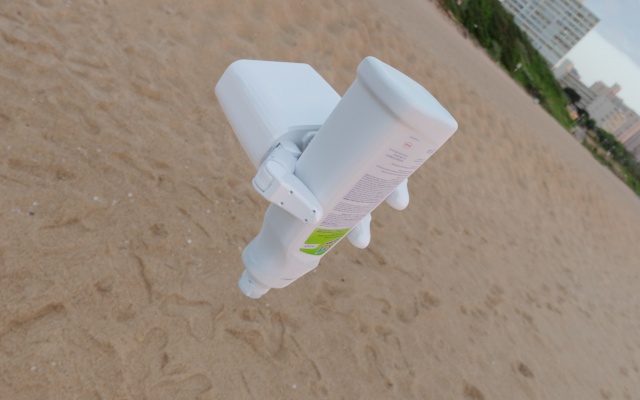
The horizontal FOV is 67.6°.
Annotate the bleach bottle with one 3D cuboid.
[{"bbox_3d":[0.000,0.001,0.422,0.102,0.068,0.251,8,-49,-51],"label":"bleach bottle"}]
